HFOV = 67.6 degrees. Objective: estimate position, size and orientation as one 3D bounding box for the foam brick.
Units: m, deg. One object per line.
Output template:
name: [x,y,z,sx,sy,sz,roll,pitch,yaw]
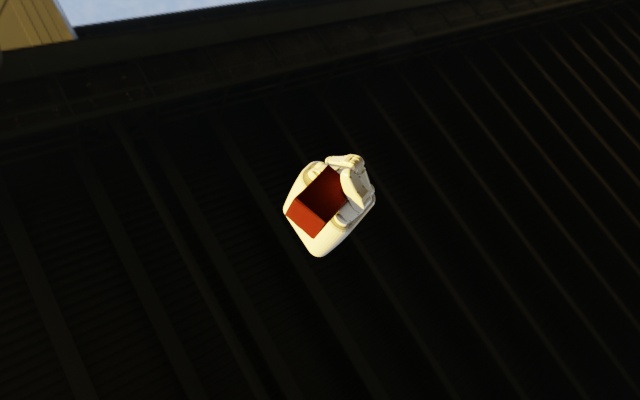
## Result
foam brick: [0.000,0.002,0.634,0.078,0.053,0.051,-46,-5,-35]
